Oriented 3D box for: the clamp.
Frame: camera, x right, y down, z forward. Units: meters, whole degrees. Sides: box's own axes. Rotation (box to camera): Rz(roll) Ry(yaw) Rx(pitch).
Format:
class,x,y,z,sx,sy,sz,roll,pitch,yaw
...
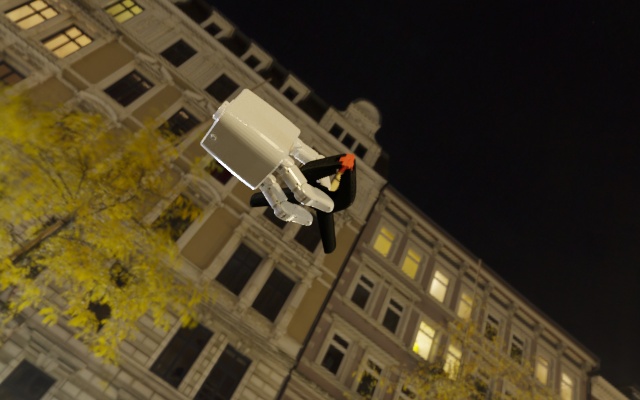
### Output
class,x,y,z,sx,sy,sz,roll,pitch,yaw
clamp,0.000,0.001,0.736,0.164,0.036,0.210,37,-43,-14
